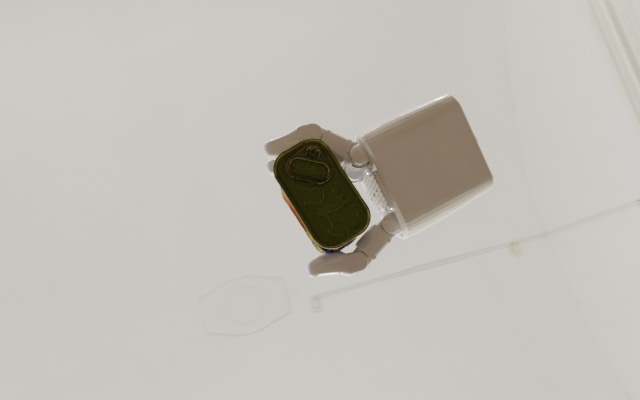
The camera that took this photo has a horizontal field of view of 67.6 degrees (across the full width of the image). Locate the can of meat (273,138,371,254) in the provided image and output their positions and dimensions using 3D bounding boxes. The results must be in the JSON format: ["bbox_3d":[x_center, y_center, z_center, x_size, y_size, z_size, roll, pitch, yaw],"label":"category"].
[{"bbox_3d":[0.000,0.002,0.468,0.057,0.102,0.084,-32,-10,-8],"label":"can of meat"}]
